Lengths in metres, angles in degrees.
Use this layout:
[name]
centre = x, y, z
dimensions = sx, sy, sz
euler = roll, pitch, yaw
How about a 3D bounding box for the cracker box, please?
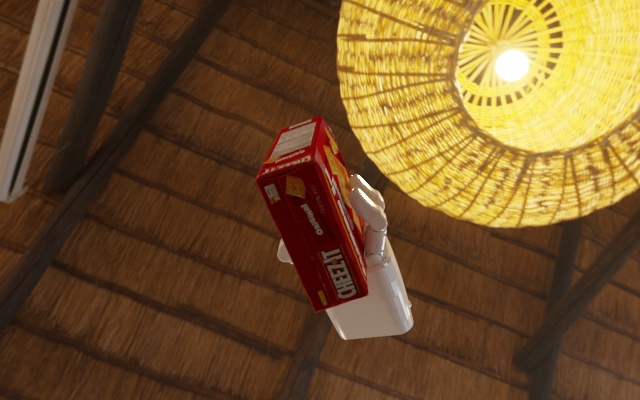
[cracker box]
centre = 0.000, 0.002, 0.577
dimensions = 0.072, 0.164, 0.213
euler = -19, 19, 9
